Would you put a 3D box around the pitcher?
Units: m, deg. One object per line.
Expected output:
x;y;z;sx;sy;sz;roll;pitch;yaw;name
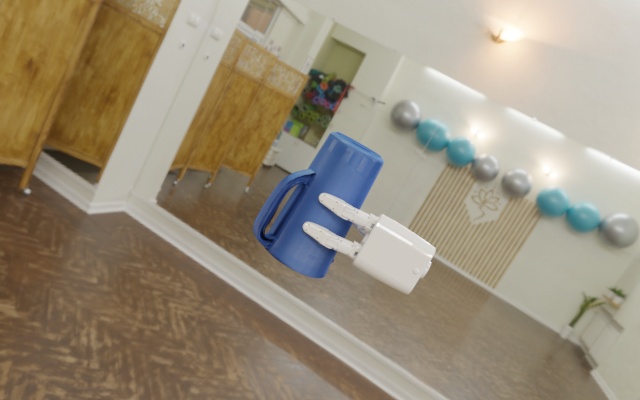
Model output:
0.000;0.003;0.841;0.145;0.243;0.149;31;11;9;pitcher
